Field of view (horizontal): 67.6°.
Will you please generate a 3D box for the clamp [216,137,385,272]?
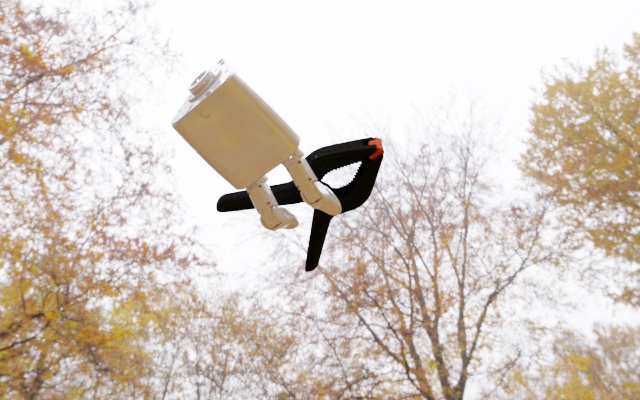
[{"bbox_3d":[0.000,0.001,0.589,0.210,0.165,0.036,-33,32,20],"label":"clamp"}]
